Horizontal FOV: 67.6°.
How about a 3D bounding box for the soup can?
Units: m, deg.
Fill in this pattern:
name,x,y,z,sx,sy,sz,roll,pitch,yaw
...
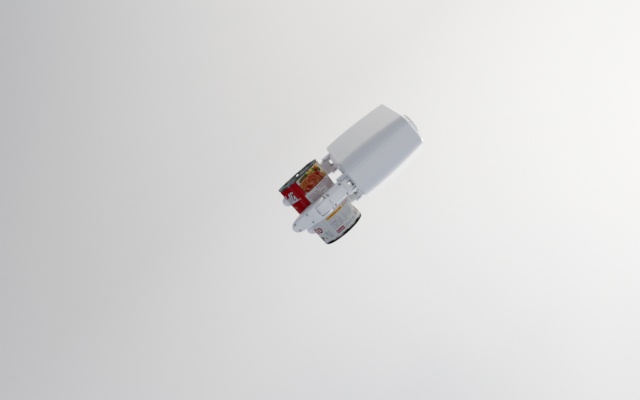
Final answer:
name,x,y,z,sx,sy,sz,roll,pitch,yaw
soup can,0.000,0.003,0.664,0.068,0.102,0.068,-40,8,7
